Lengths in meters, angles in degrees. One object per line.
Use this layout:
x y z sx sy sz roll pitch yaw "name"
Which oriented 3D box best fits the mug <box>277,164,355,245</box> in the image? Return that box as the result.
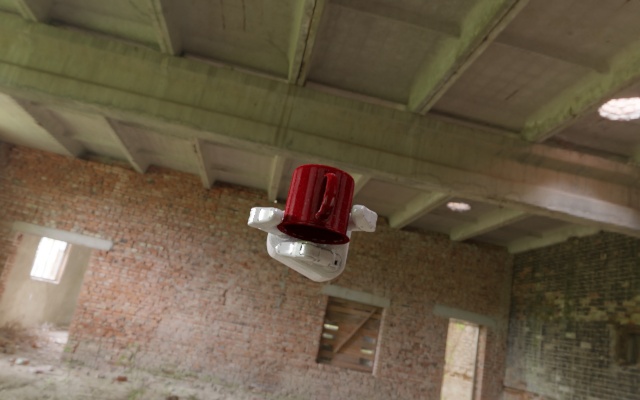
0.000 0.001 0.596 0.093 0.081 0.117 13 -17 -6 "mug"
